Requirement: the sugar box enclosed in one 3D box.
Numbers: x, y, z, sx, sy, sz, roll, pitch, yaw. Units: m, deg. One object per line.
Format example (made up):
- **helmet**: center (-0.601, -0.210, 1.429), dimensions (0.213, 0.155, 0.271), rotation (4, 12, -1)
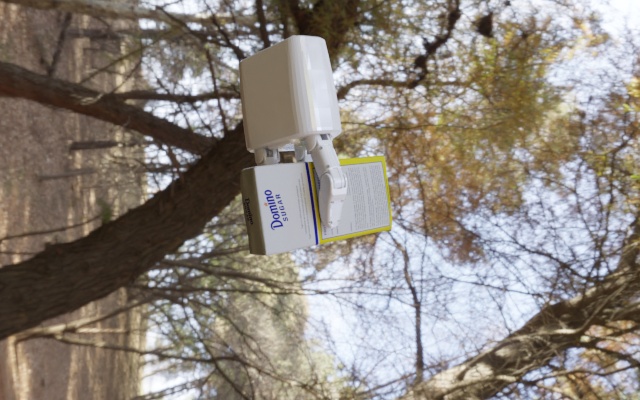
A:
- **sugar box**: center (0.000, 0.002, 0.540), dimensions (0.176, 0.093, 0.048), rotation (-7, 1, -32)
